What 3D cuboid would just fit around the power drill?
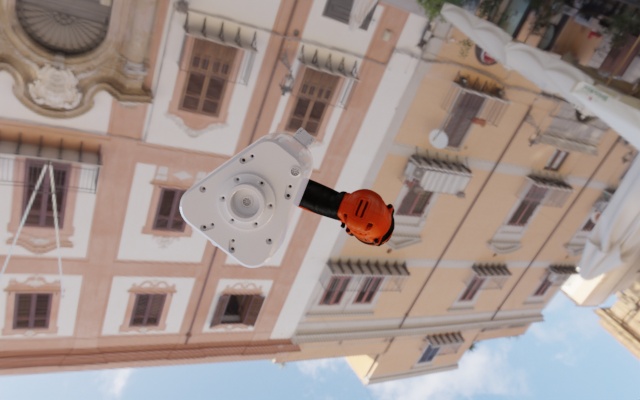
[{"bbox_3d":[0.000,0.002,0.581,0.187,0.057,0.184,19,-8,15],"label":"power drill"}]
